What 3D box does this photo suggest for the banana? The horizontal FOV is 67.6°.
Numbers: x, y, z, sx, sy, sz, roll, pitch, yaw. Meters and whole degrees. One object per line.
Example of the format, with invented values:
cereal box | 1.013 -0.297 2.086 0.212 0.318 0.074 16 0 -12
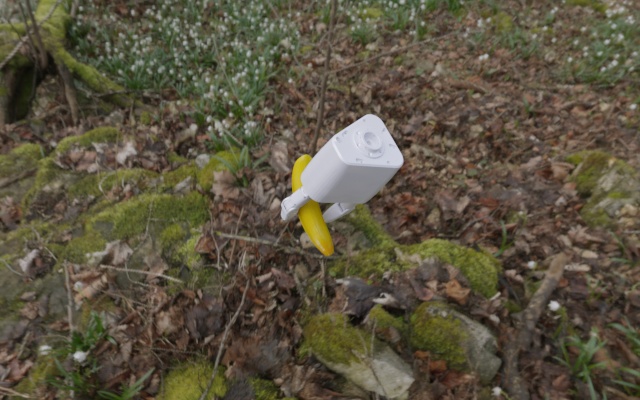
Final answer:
banana | -0.015 -0.005 0.785 0.069 0.197 0.037 17 -38 -35
